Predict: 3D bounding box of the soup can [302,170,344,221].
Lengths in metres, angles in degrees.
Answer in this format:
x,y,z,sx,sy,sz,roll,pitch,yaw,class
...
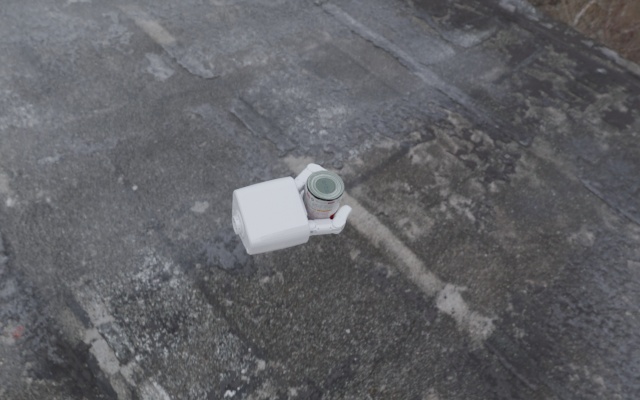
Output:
x,y,z,sx,sy,sz,roll,pitch,yaw,class
0.001,0.003,0.852,0.068,0.068,0.102,0,-37,-12,soup can
